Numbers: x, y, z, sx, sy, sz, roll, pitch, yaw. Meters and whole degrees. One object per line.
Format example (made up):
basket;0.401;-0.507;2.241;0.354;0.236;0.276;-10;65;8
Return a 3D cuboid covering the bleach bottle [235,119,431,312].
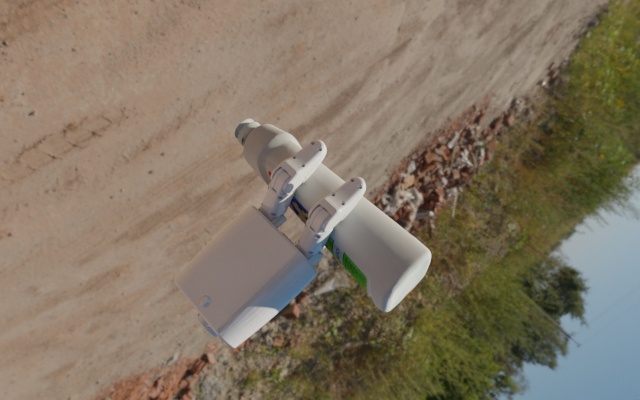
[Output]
bleach bottle;0.000;0.002;0.505;0.250;0.068;0.103;43;-13;21
